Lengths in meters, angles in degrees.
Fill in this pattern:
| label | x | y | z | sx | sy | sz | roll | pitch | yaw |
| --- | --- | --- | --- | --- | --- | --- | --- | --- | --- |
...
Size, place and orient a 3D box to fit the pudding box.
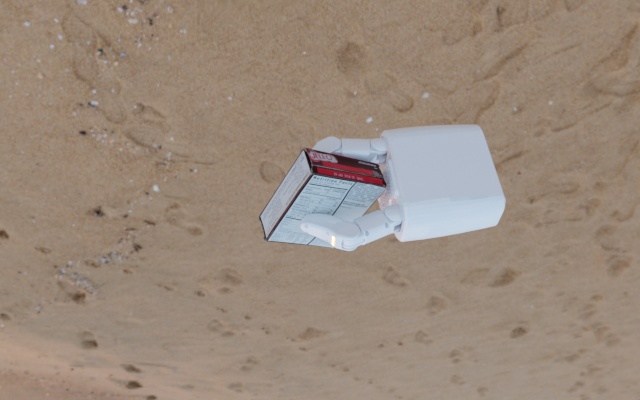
| label | x | y | z | sx | sy | sz | roll | pitch | yaw |
| --- | --- | --- | --- | --- | --- | --- | --- | --- | --- |
| pudding box | 0.000 | 0.002 | 0.494 | 0.090 | 0.039 | 0.113 | 10 | -46 | -30 |
